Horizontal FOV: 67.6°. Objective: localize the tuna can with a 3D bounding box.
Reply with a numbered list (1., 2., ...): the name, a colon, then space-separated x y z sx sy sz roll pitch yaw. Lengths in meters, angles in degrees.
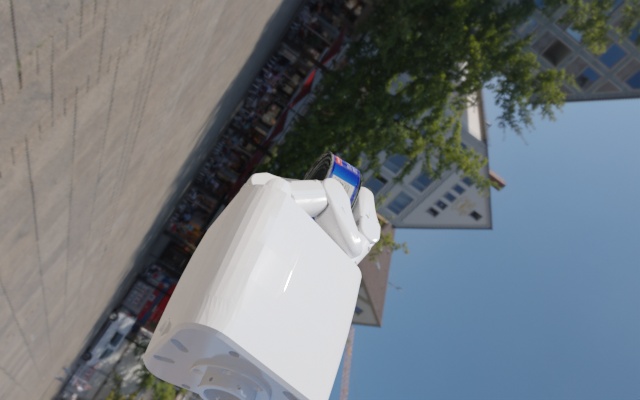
1. tuna can: 0.001 0.002 0.426 0.034 0.086 0.086 30 -8 -14
